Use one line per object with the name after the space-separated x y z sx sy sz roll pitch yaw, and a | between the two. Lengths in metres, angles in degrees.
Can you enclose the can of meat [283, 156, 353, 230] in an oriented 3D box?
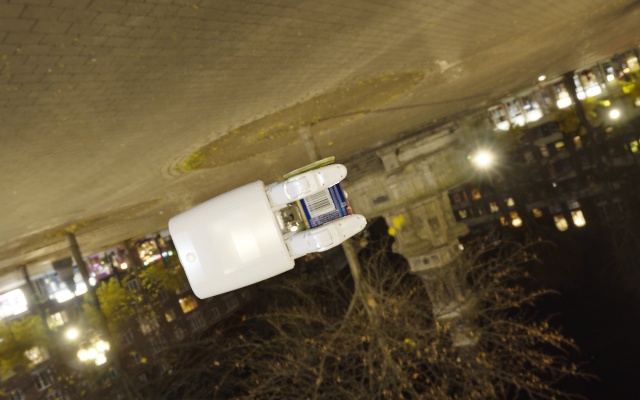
0.000 0.002 0.537 0.057 0.084 0.102 -21 2 -3 | can of meat
